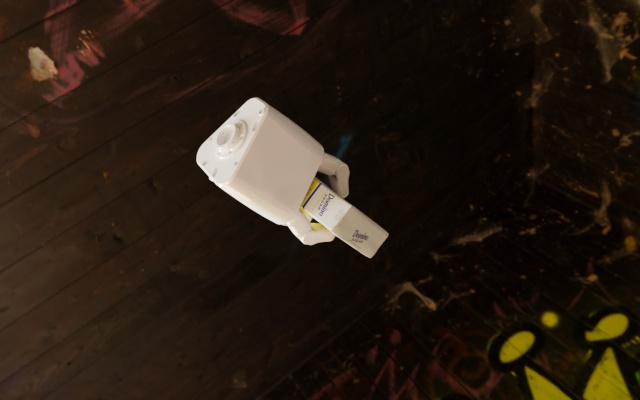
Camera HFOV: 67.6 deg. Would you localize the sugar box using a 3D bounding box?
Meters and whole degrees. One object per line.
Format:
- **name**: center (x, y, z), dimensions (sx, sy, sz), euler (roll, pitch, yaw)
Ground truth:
- **sugar box**: center (0.000, 0.002, 0.628), dimensions (0.093, 0.048, 0.176), euler (36, 3, -45)
